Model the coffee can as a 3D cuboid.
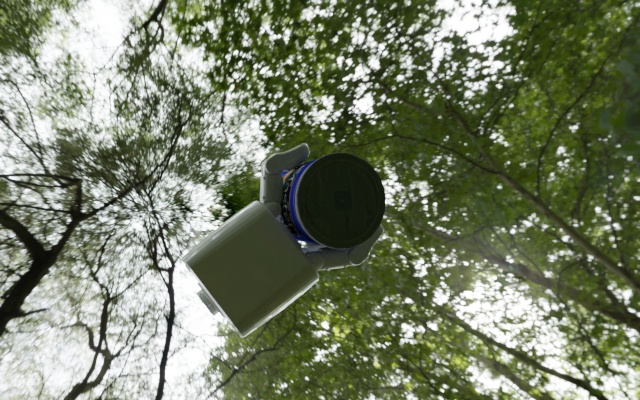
[{"bbox_3d":[0.000,0.002,0.569,0.103,0.103,0.140,0,-1,-20],"label":"coffee can"}]
